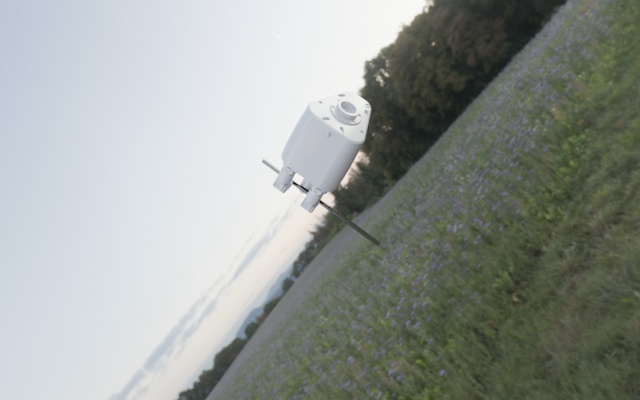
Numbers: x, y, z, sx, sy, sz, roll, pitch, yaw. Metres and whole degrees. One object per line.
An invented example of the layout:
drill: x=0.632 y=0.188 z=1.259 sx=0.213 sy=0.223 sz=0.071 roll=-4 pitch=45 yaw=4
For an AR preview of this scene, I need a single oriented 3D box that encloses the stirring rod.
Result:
stirring rod: x=0.000 y=0.003 z=0.798 sx=0.239 sy=0.011 sz=0.011 roll=36 pitch=2 yaw=3
